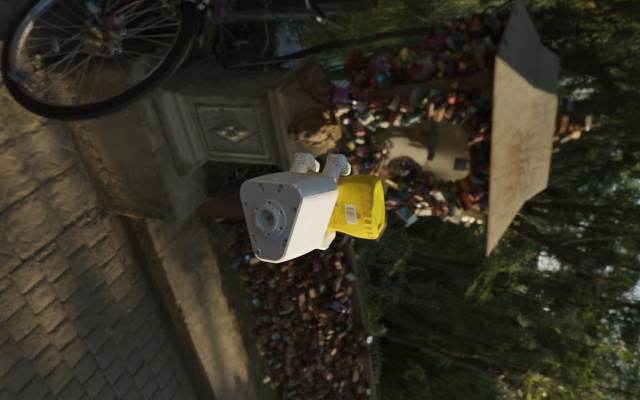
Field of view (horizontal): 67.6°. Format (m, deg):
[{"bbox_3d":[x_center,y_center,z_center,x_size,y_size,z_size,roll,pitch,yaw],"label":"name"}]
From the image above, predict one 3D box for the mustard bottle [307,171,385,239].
[{"bbox_3d":[0.000,0.002,0.741,0.191,0.096,0.058,6,33,24],"label":"mustard bottle"}]
